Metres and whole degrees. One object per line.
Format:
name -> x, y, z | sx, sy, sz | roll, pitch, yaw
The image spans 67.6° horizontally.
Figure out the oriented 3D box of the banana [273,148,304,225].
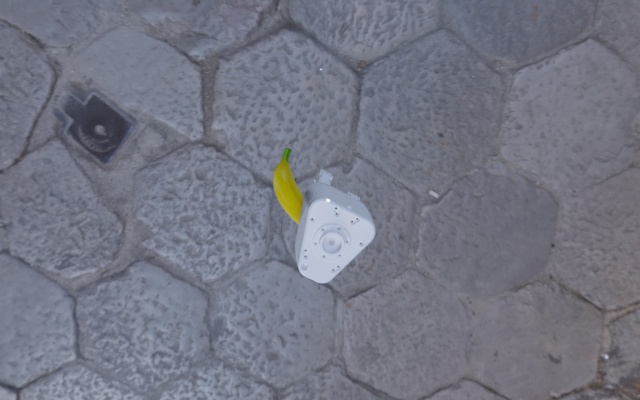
banana -> -0.017, 0.011, 0.773 | 0.069, 0.198, 0.037 | -38, 10, 1
